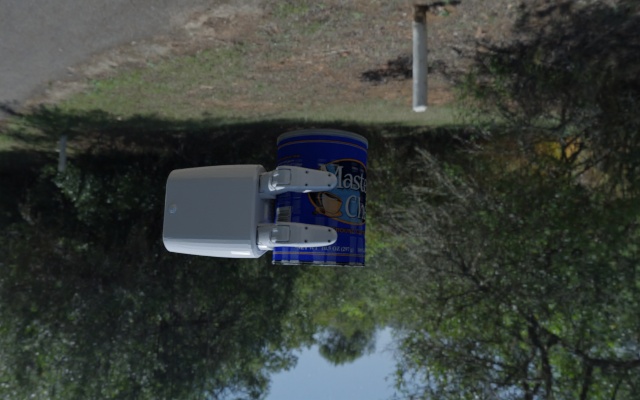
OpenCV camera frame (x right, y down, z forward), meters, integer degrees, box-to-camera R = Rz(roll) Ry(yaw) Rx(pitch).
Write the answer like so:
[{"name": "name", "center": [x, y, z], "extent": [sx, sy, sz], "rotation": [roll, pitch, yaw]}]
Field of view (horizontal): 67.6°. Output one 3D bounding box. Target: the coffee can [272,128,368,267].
[{"name": "coffee can", "center": [0.000, 0.002, 0.531], "extent": [0.103, 0.140, 0.103], "rotation": [2, -8, 0]}]
